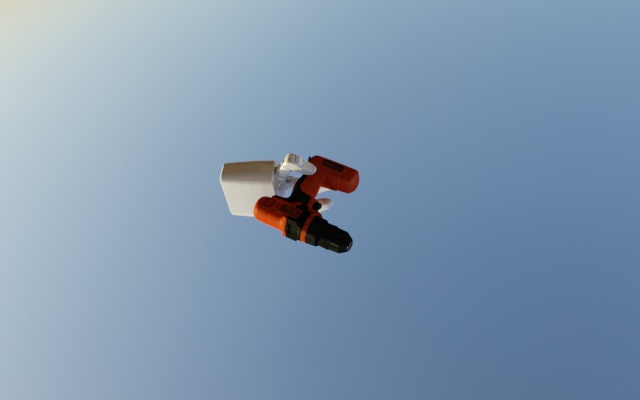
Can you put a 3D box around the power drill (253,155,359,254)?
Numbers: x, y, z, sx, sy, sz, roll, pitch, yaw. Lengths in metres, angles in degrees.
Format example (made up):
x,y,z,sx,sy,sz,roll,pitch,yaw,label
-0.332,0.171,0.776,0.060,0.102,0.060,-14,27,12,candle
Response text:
x,y,z,sx,sy,sz,roll,pitch,yaw,label
0.000,0.002,0.858,0.184,0.057,0.187,23,44,15,power drill
